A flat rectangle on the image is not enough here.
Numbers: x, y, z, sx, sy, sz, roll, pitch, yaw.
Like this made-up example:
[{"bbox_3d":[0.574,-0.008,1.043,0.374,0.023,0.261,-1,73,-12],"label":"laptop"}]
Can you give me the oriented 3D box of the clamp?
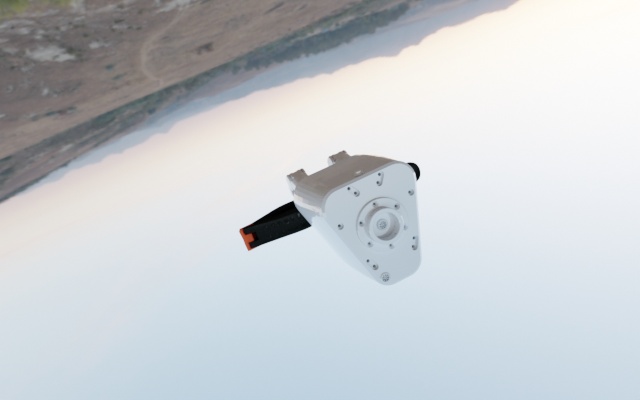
[{"bbox_3d":[0.000,0.003,0.588,0.210,0.036,0.164,-25,9,-11],"label":"clamp"}]
